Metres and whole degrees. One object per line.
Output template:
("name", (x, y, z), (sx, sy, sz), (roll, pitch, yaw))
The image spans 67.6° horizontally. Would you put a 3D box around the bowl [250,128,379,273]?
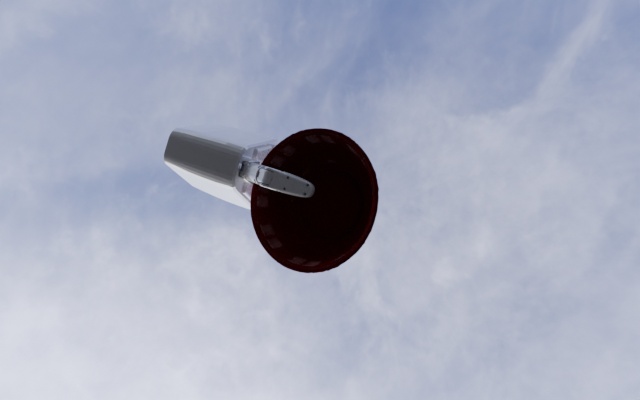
("bowl", (0.001, 0.003, 0.549), (0.162, 0.162, 0.055), (0, -7, 28))
